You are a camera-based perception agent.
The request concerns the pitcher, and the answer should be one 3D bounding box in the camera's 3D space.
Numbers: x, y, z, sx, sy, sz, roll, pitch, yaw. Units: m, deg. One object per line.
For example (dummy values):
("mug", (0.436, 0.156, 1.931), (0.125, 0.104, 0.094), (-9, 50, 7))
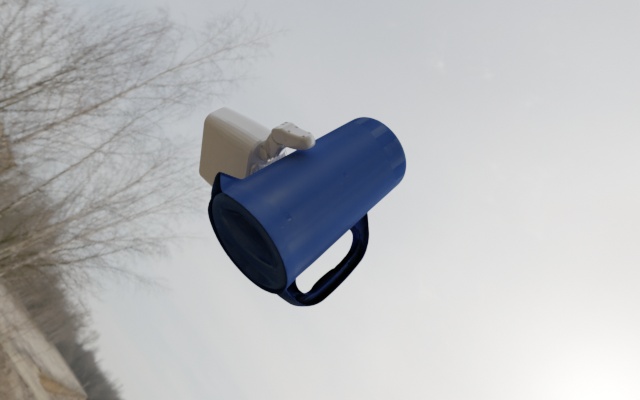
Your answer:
("pitcher", (0.000, 0.002, 0.588), (0.145, 0.149, 0.242), (32, 52, 31))
